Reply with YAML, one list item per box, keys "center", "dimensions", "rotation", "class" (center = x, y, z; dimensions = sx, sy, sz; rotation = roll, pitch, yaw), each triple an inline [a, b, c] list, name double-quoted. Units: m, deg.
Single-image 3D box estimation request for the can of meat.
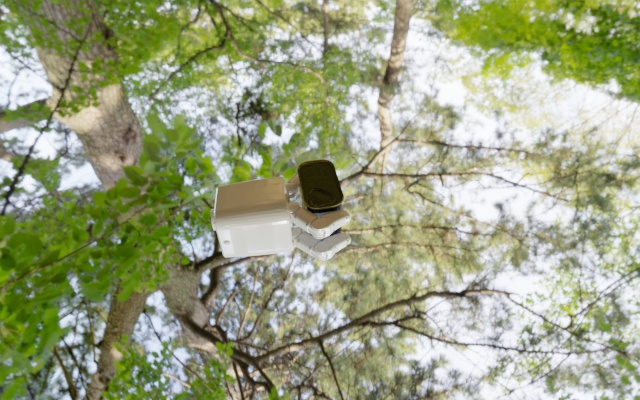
- center: [0.000, 0.003, 0.732]
  dimensions: [0.057, 0.102, 0.084]
  rotation: [-9, -44, -7]
  class: "can of meat"
